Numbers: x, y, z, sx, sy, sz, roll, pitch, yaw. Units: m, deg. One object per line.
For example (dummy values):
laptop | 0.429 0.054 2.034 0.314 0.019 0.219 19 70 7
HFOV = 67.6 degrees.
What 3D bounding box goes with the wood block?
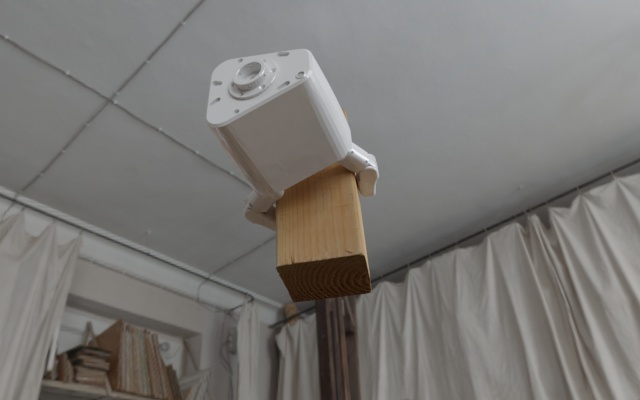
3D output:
wood block | 0.000 0.001 0.557 0.091 0.206 0.090 -8 -37 6
